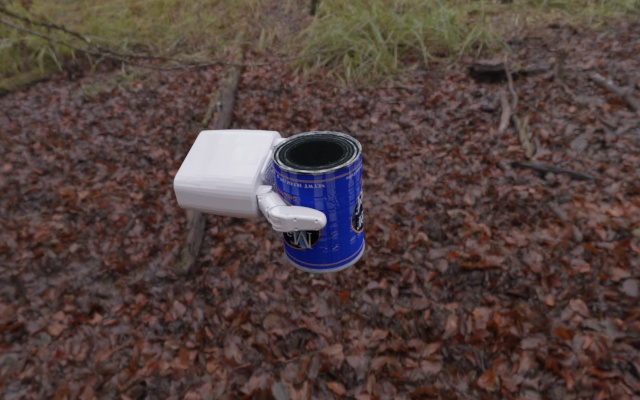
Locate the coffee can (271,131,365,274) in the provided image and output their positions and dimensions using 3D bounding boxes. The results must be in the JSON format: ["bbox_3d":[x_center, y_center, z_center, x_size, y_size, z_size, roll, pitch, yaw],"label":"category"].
[{"bbox_3d":[0.000,0.002,0.574,0.103,0.140,0.102,-3,33,2],"label":"coffee can"}]
